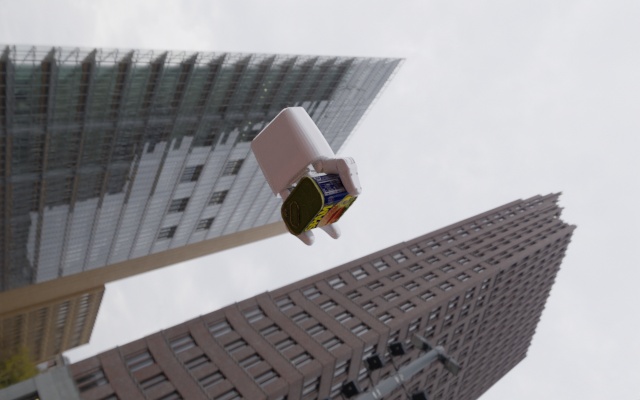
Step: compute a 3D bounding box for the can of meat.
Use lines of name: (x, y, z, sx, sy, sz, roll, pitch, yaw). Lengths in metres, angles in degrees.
can of meat: (0.000, 0.002, 0.736, 0.084, 0.057, 0.102, -14, -27, -41)
